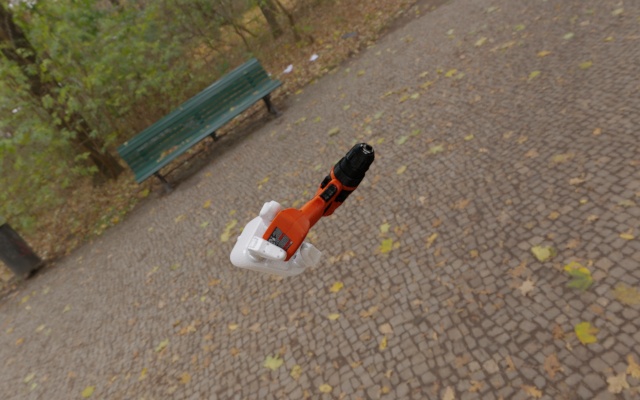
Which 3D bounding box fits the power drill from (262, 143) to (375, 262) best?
[{"bbox_3d":[0.000,0.003,0.756,0.187,0.057,0.184,-41,-9,-40],"label":"power drill"}]
